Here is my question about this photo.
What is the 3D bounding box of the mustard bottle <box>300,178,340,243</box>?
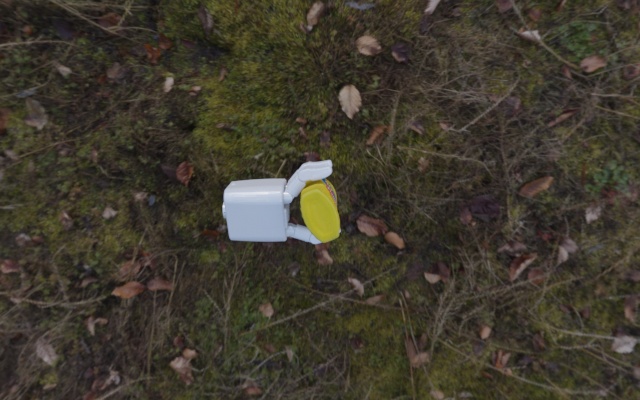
[{"bbox_3d":[0.000,0.003,0.879,0.058,0.096,0.191,-24,13,6],"label":"mustard bottle"}]
